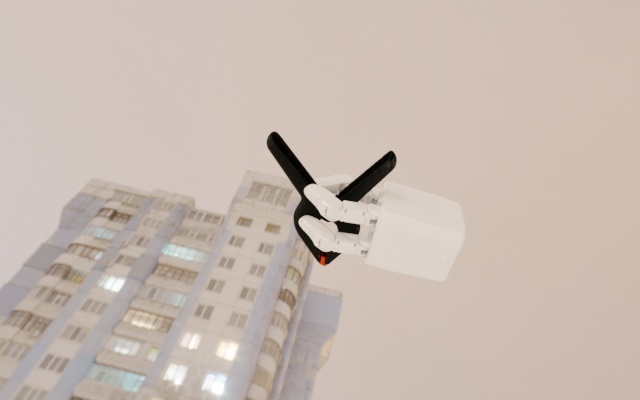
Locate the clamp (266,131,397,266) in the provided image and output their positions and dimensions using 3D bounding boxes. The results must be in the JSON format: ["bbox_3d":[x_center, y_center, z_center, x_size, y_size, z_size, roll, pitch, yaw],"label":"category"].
[{"bbox_3d":[0.000,0.002,0.646,0.164,0.210,0.036,17,40,7],"label":"clamp"}]
